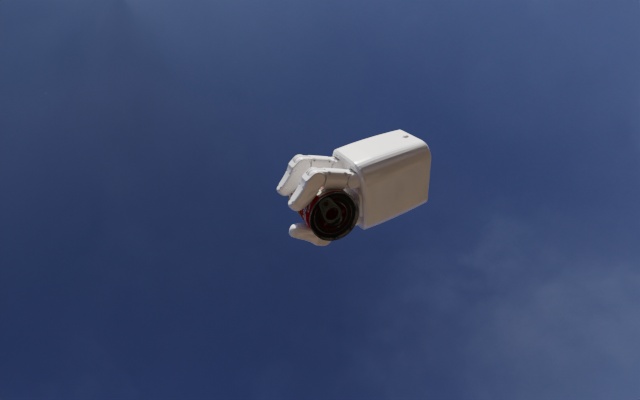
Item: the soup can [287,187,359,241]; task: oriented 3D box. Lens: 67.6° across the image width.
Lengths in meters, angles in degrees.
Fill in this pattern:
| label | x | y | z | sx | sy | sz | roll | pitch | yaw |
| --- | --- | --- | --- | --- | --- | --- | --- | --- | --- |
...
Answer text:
| label | x | y | z | sx | sy | sz | roll | pitch | yaw |
| --- | --- | --- | --- | --- | --- | --- | --- | --- | --- |
| soup can | 0.000 | 0.002 | 0.649 | 0.068 | 0.068 | 0.102 | 0 | 22 | -23 |
